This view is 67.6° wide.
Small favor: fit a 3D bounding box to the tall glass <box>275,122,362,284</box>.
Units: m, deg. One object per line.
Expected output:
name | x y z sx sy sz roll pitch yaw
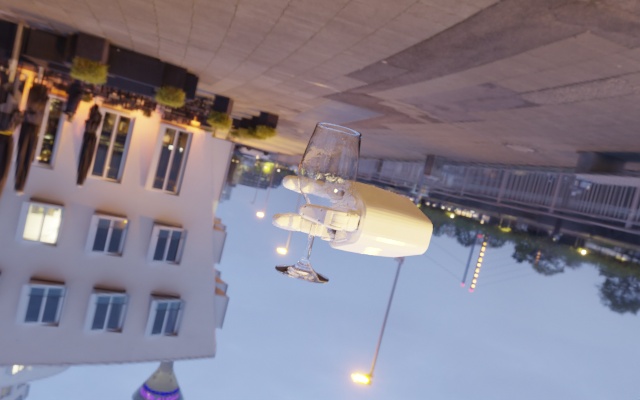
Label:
tall glass | 0.000 0.003 0.631 0.079 0.201 0.079 14 3 -1
